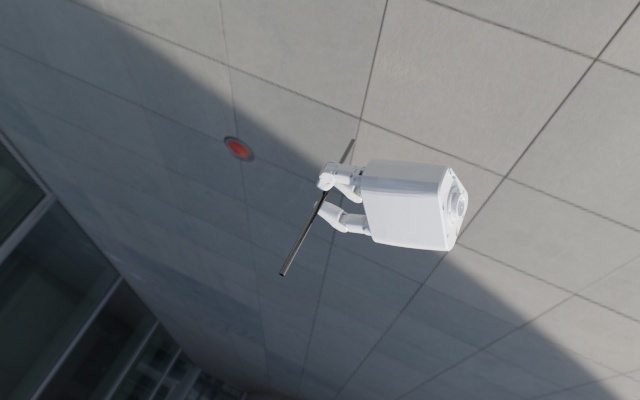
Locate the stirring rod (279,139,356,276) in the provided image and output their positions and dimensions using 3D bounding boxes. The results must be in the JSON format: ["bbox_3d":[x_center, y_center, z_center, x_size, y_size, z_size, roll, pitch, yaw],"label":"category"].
[{"bbox_3d":[0.000,0.002,0.671,0.011,0.239,0.011,22,-29,13],"label":"stirring rod"}]
